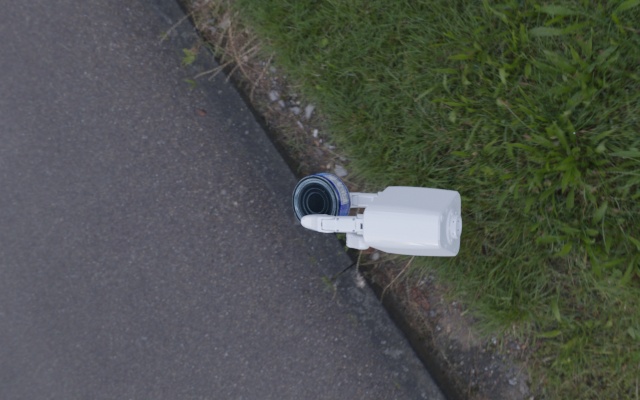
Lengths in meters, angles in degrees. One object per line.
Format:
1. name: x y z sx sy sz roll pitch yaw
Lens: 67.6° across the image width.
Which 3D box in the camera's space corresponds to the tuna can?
1. tuna can: 0.000 0.002 0.712 0.086 0.086 0.034 0 7 34
